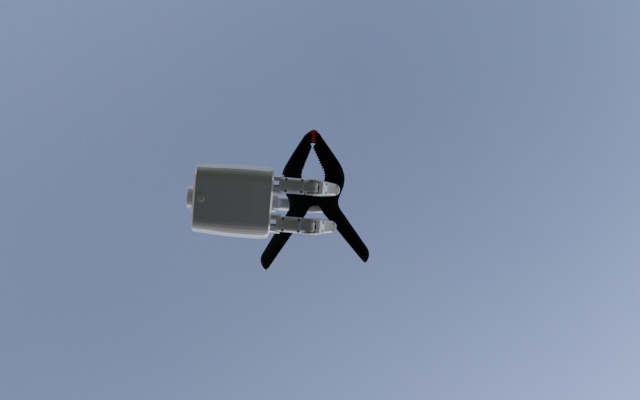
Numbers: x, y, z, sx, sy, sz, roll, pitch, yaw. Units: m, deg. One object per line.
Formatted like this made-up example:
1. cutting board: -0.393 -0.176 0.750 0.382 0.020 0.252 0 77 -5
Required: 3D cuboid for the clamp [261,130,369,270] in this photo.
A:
1. clamp: 0.000 0.002 0.716 0.164 0.210 0.036 5 1 -13
